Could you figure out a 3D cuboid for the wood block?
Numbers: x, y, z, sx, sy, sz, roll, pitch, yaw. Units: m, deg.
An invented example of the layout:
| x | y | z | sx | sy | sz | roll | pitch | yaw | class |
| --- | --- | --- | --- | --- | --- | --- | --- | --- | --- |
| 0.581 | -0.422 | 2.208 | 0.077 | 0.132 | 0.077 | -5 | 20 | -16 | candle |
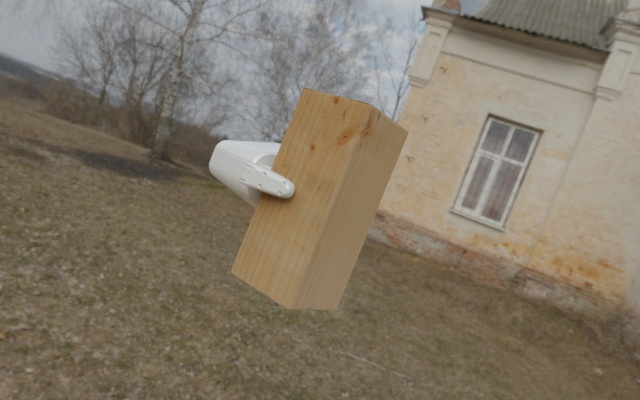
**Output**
| x | y | z | sx | sy | sz | roll | pitch | yaw | class |
| --- | --- | --- | --- | --- | --- | --- | --- | --- | --- |
| 0.000 | 0.001 | 0.500 | 0.090 | 0.206 | 0.091 | 23 | 3 | 36 | wood block |
